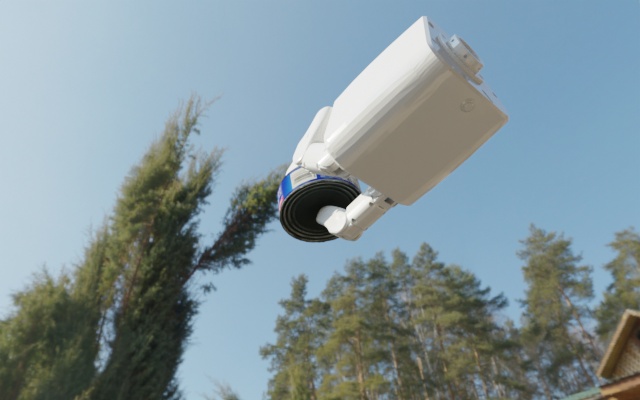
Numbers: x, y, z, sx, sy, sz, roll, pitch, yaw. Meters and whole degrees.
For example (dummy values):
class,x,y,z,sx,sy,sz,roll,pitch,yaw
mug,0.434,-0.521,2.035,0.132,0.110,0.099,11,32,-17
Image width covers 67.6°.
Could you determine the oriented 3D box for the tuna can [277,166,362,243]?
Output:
class,x,y,z,sx,sy,sz,roll,pitch,yaw
tuna can,0.000,0.001,0.477,0.086,0.086,0.033,0,43,-12
